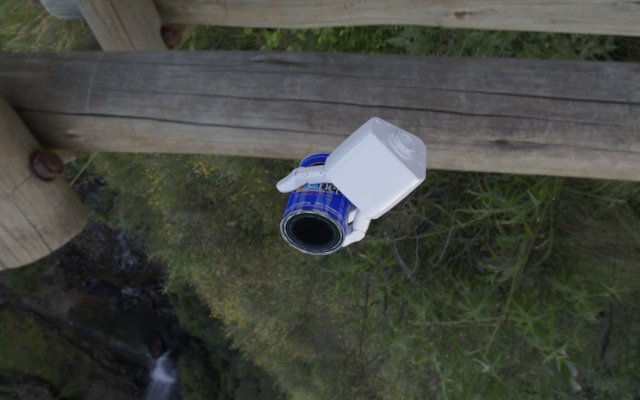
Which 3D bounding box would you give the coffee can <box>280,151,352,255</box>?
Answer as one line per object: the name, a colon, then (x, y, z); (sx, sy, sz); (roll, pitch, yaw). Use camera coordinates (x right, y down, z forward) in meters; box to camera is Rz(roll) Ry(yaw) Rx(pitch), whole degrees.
coffee can: (0.000, 0.003, 0.780); (0.103, 0.103, 0.140); (0, 44, 15)
